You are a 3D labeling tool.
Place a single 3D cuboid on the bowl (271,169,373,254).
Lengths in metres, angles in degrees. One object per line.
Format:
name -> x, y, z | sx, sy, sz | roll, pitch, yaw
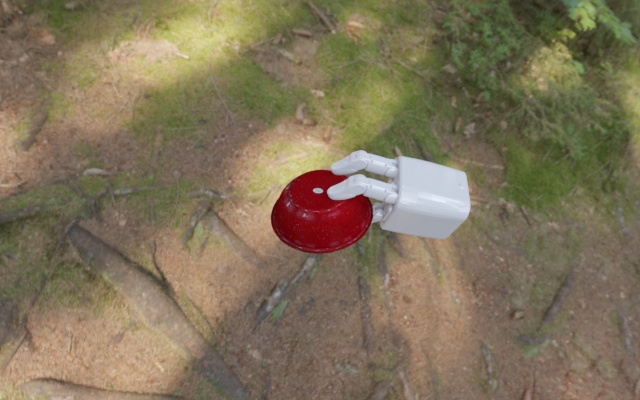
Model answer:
bowl -> -0.001, 0.002, 0.732 | 0.162, 0.162, 0.055 | -3, -45, 3
